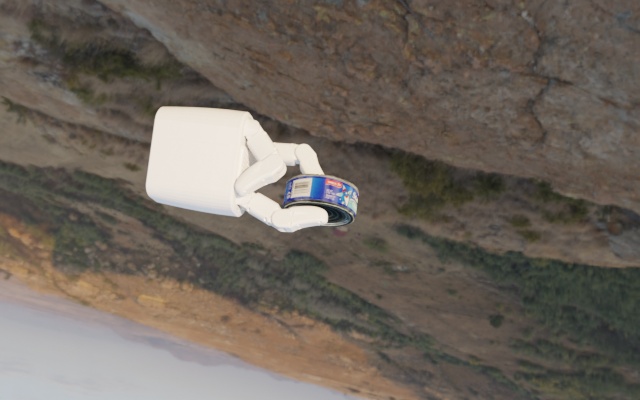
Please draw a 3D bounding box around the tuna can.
[{"bbox_3d":[0.000,0.002,0.551,0.086,0.033,0.086,7,-21,3],"label":"tuna can"}]
